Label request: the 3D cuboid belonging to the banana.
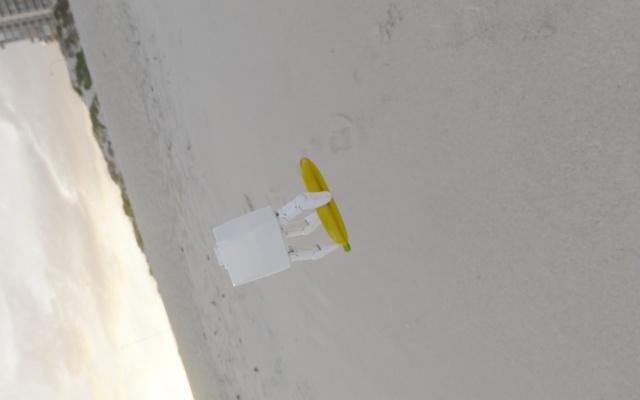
[{"bbox_3d":[0.002,0.001,0.858,0.037,0.197,0.070,-22,-14,-8],"label":"banana"}]
